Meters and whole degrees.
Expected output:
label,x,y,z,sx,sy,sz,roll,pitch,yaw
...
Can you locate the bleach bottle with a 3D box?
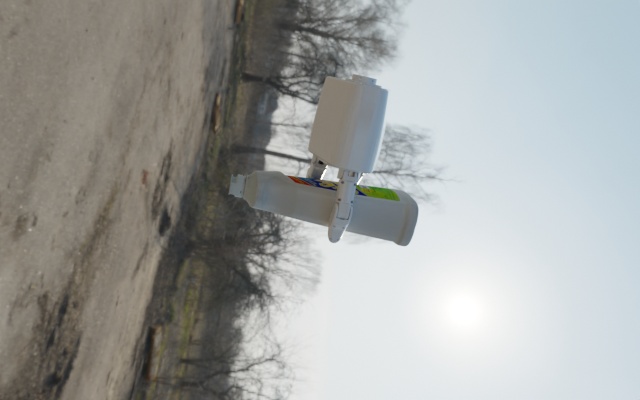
label,x,y,z,sx,sy,sz,roll,pitch,yaw
bleach bottle,0.000,0.002,0.661,0.251,0.068,0.102,10,15,-10
